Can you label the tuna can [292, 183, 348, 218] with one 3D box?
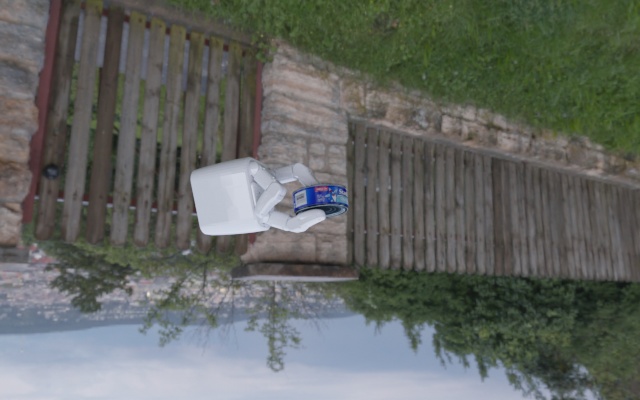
[{"bbox_3d":[0.000,0.003,0.739,0.086,0.033,0.086,-5,-15,-1],"label":"tuna can"}]
